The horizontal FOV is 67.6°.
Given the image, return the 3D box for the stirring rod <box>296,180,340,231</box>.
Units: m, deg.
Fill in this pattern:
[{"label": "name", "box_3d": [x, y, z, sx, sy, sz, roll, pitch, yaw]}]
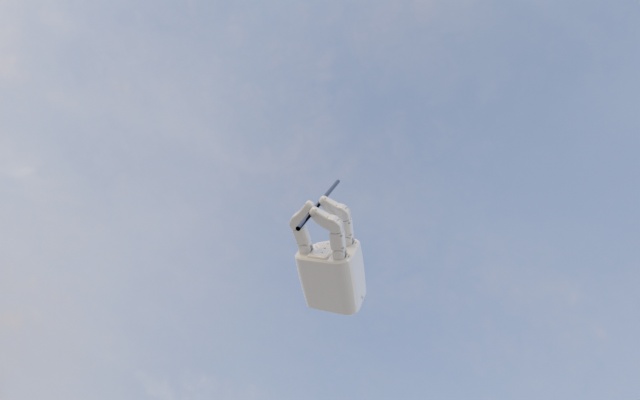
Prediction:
[{"label": "stirring rod", "box_3d": [0.000, 0.003, 0.845, 0.011, 0.011, 0.239, 0, 20, 18]}]
